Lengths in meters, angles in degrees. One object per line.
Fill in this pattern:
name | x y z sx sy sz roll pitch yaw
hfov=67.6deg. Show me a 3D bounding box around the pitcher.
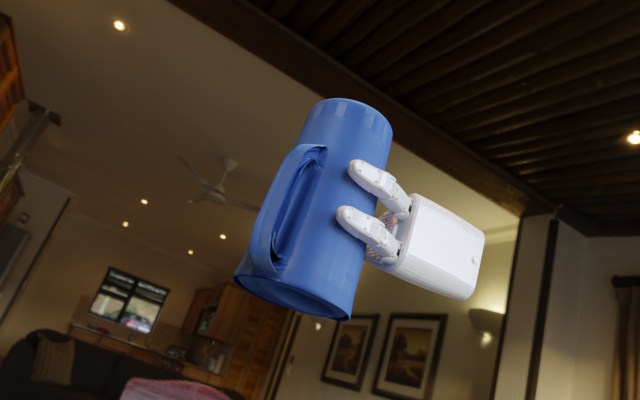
pitcher | 0.000 0.002 0.544 0.145 0.242 0.149 25 -23 -16
